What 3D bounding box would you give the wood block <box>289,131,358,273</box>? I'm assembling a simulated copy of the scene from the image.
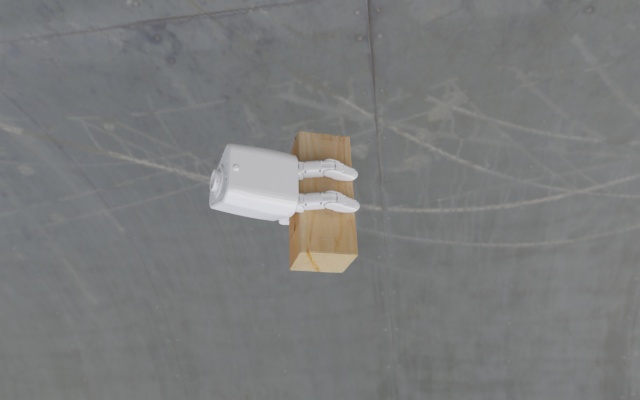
[{"bbox_3d":[0.000,0.003,0.770,0.090,0.206,0.091,4,-26,-13],"label":"wood block"}]
